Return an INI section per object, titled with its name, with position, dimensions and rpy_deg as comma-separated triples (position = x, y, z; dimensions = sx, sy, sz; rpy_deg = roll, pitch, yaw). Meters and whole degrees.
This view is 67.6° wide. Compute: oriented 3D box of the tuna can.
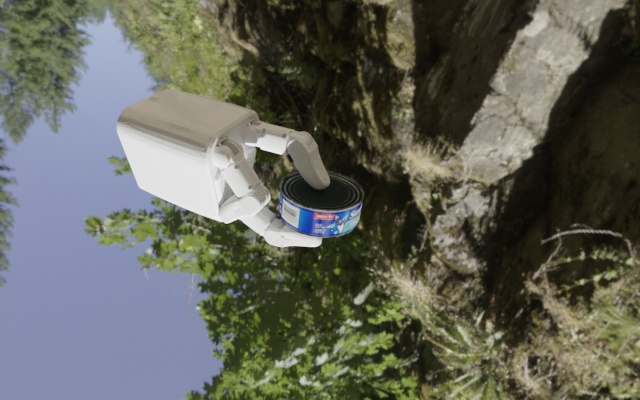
[tuna can]
position = 0.000, 0.002, 0.490
dimensions = 0.086, 0.034, 0.086
rpy_deg = 5, 29, -3
